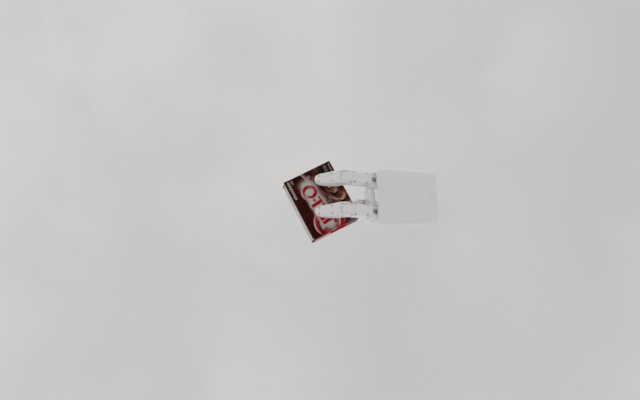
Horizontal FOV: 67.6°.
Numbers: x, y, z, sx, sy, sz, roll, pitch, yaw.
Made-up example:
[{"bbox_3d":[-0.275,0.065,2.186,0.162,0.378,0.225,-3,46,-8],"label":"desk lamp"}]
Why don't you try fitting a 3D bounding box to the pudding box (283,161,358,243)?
[{"bbox_3d":[0.000,0.003,0.812,0.090,0.113,0.039,-27,-10,-14],"label":"pudding box"}]
